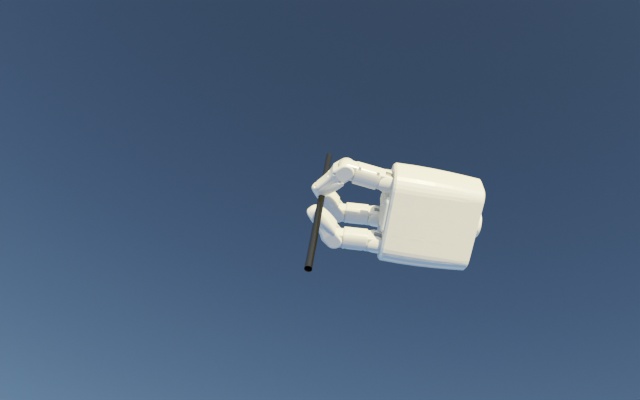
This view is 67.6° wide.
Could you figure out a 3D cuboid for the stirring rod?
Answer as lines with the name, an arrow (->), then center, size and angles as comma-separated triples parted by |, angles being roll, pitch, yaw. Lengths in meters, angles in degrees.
stirring rod -> 0.000, 0.002, 0.564 | 0.011, 0.011, 0.239 | 0, 33, 7
